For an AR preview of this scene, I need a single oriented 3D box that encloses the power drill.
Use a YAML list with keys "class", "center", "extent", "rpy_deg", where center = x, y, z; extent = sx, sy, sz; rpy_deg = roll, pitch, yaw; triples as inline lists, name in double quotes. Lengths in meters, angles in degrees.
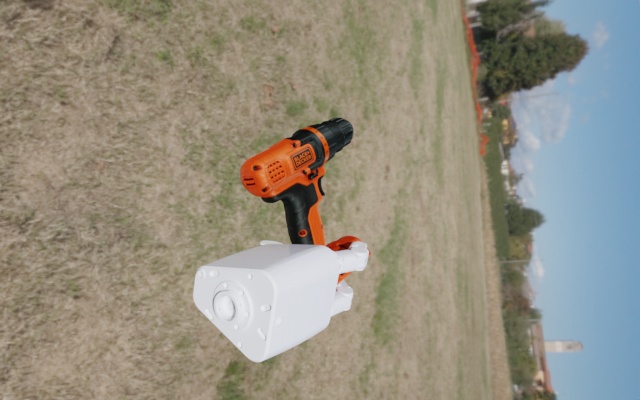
- class: "power drill"
  center: [0.000, 0.002, 0.600]
  extent: [0.057, 0.188, 0.184]
  rpy_deg: [-4, 22, 47]
